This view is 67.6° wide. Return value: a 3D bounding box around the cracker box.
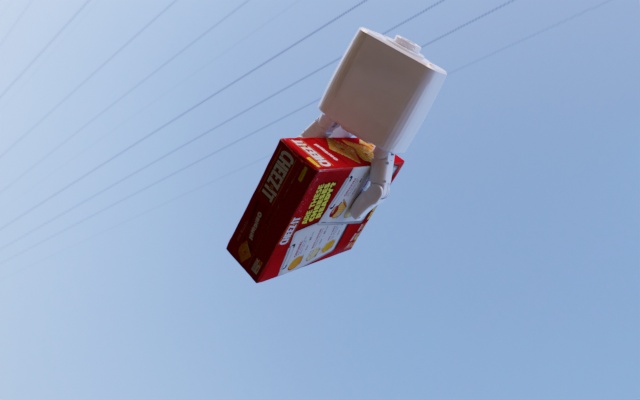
[{"bbox_3d":[0.000,0.002,0.615,0.072,0.164,0.213,41,27,24],"label":"cracker box"}]
